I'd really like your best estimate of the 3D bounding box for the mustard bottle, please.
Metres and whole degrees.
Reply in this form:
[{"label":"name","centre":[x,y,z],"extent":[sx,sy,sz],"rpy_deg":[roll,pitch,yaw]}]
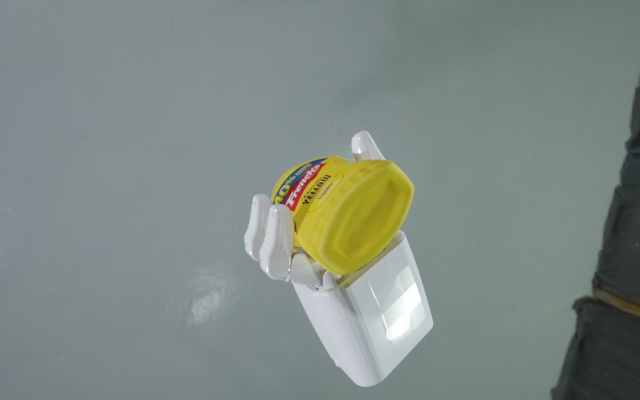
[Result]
[{"label":"mustard bottle","centre":[0.000,0.001,0.444],"extent":[0.058,0.096,0.191],"rpy_deg":[43,-9,-22]}]
